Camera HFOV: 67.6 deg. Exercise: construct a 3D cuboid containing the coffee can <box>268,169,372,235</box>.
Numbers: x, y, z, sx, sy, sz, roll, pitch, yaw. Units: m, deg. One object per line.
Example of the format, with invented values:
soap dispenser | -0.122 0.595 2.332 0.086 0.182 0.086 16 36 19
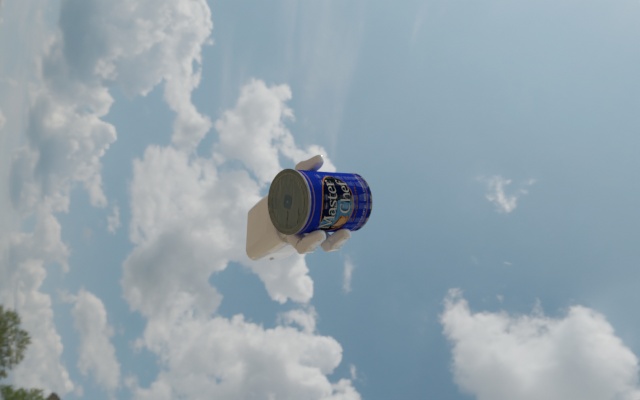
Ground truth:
coffee can | 0.000 0.002 0.779 0.140 0.103 0.103 1 0 -41
